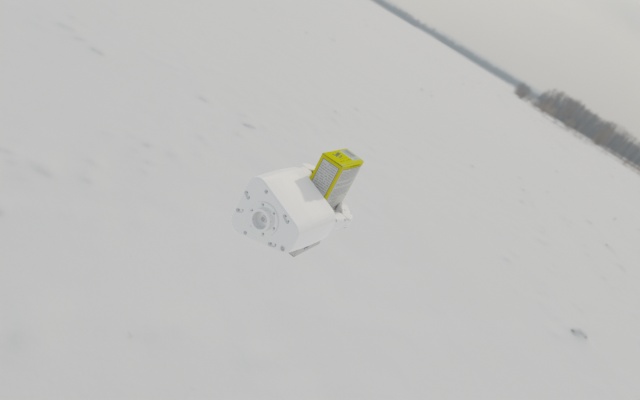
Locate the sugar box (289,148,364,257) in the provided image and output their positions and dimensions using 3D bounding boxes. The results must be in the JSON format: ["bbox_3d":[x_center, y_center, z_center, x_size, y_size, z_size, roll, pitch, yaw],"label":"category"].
[{"bbox_3d":[0.000,0.002,0.780,0.048,0.176,0.093,38,24,17],"label":"sugar box"}]
